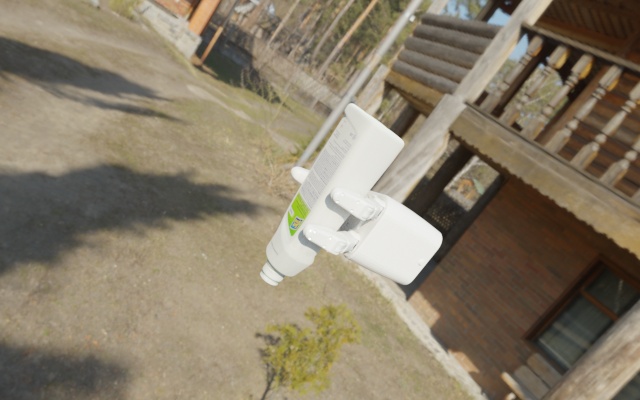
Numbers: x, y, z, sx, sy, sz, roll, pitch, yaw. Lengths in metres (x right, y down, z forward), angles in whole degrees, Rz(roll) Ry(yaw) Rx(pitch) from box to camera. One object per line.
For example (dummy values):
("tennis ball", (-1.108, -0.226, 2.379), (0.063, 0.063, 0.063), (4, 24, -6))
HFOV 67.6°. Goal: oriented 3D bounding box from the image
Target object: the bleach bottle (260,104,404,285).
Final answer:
("bleach bottle", (0.000, 0.002, 0.620), (0.068, 0.251, 0.102), (30, 14, -25))
